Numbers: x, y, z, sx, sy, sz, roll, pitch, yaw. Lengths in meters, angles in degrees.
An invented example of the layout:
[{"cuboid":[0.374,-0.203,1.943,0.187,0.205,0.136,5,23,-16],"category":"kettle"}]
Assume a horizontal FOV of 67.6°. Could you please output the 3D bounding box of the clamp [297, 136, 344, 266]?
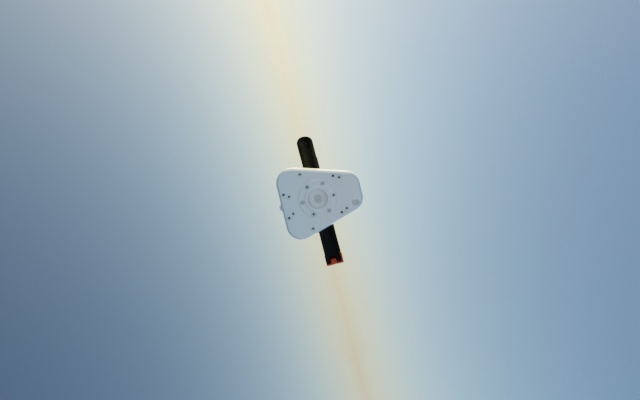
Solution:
[{"cuboid":[0.001,0.003,0.803,0.036,0.210,0.164,-14,1,2],"category":"clamp"}]
